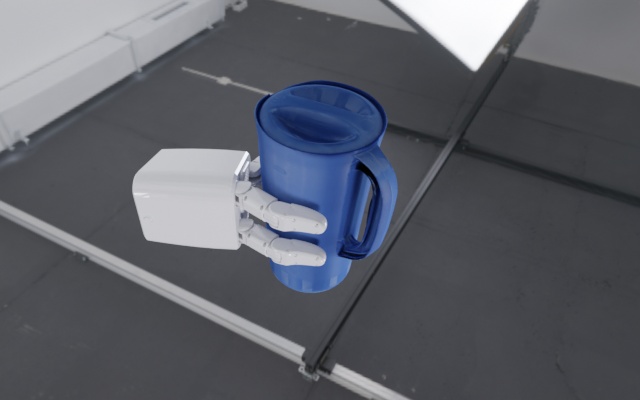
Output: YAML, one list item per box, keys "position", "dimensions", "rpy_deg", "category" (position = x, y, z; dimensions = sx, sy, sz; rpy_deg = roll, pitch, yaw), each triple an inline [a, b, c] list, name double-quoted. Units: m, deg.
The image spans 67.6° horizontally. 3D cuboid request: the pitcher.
- position: [0.000, 0.002, 0.550]
  dimensions: [0.145, 0.243, 0.149]
  rpy_deg: [5, 43, 0]
  category: "pitcher"
